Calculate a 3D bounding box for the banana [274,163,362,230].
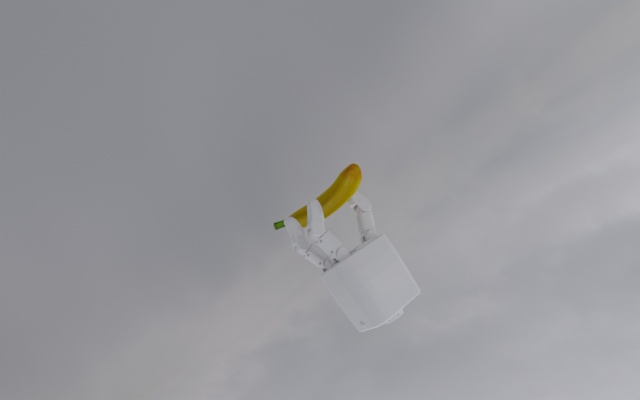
[{"bbox_3d":[0.010,0.000,0.737,0.069,0.037,0.198,-17,-16,-49],"label":"banana"}]
